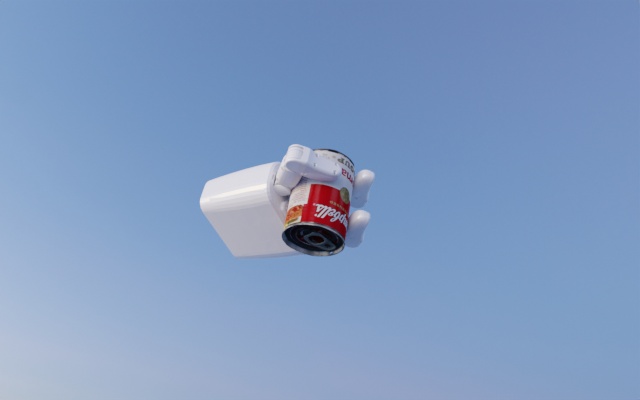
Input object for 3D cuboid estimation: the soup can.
[{"bbox_3d":[0.001,0.001,0.530,0.068,0.102,0.069,8,-33,5],"label":"soup can"}]
